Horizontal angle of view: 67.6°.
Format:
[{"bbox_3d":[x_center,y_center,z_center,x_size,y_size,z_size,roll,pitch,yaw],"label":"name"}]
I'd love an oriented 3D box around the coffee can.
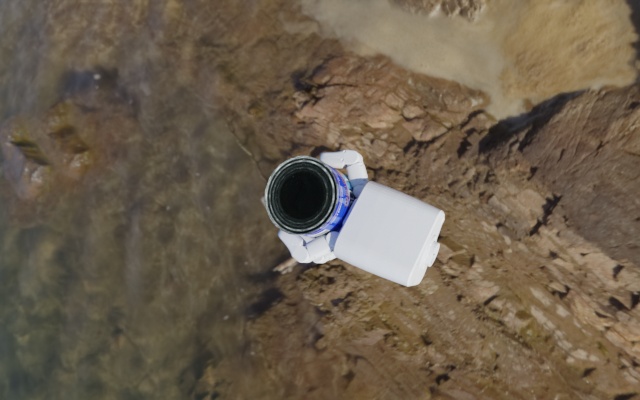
[{"bbox_3d":[0.000,0.002,0.665,0.103,0.103,0.140,0,-7,22],"label":"coffee can"}]
